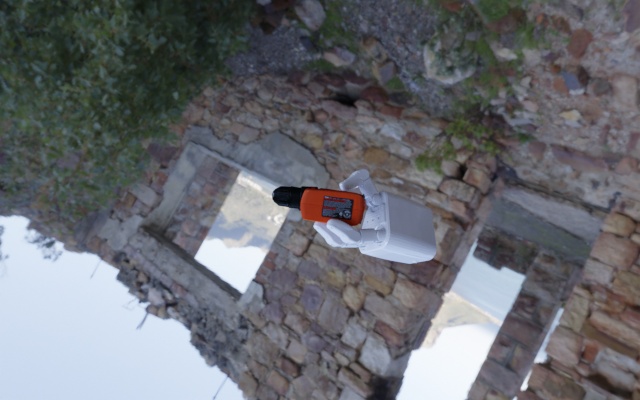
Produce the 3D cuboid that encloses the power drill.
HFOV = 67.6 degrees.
[{"bbox_3d":[0.000,0.003,0.869,0.184,0.057,0.187,5,4,-3],"label":"power drill"}]
